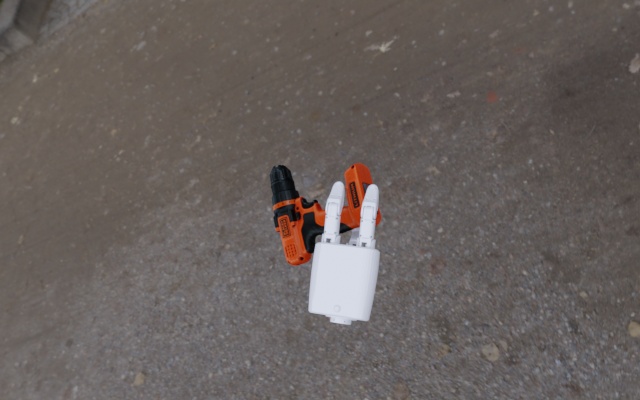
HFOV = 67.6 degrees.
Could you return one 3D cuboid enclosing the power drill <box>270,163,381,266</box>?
[{"bbox_3d":[0.001,0.003,0.814,0.188,0.184,0.057,-21,-13,30],"label":"power drill"}]
